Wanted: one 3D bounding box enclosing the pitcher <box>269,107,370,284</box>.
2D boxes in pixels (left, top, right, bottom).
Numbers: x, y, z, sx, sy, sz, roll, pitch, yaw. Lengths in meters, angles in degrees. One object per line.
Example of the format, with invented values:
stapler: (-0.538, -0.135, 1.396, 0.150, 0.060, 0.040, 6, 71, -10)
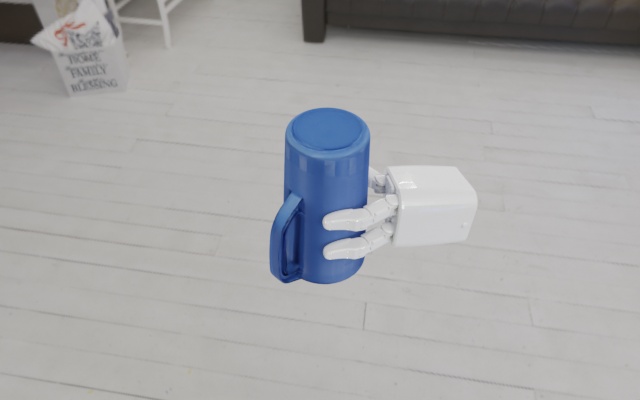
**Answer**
pitcher: (0.000, 0.002, 0.670, 0.145, 0.243, 0.149, -1, 44, -2)
